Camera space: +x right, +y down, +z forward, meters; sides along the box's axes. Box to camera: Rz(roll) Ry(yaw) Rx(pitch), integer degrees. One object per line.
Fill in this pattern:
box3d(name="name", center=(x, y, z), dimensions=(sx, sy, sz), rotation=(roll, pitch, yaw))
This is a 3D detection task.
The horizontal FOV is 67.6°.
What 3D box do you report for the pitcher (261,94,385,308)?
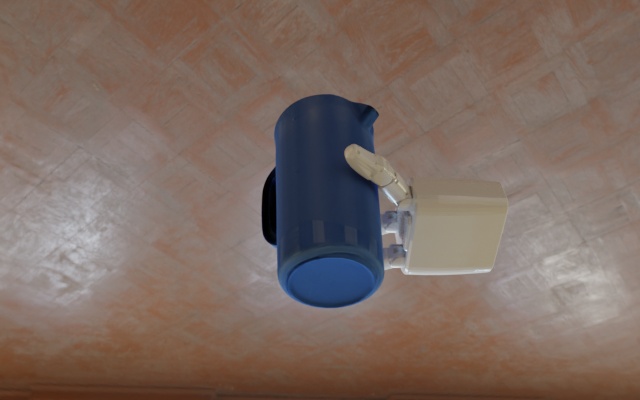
box3d(name="pitcher", center=(0.000, 0.002, 0.561), dimensions=(0.145, 0.242, 0.149), rotation=(3, -45, -5))
